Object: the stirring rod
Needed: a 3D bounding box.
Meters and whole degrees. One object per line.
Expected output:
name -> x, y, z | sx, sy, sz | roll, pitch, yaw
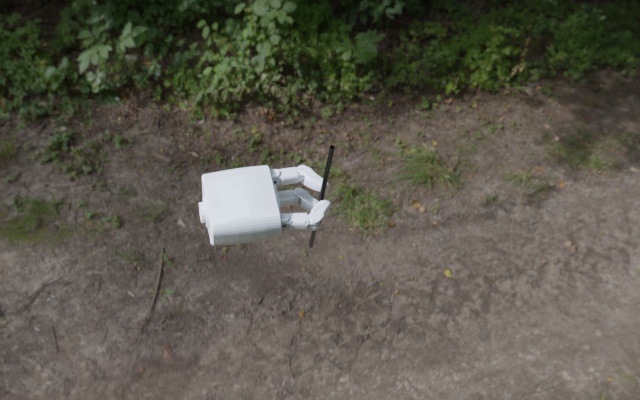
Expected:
stirring rod -> 0.000, 0.003, 0.782 | 0.011, 0.011, 0.240 | 0, -42, -11
